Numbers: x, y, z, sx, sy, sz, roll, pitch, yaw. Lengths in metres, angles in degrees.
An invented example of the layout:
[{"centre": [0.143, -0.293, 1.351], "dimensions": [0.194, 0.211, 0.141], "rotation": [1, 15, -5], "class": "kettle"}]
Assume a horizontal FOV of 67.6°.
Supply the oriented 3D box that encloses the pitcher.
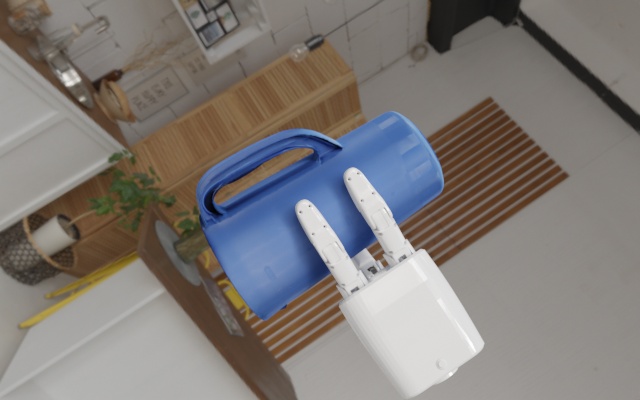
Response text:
[{"centre": [0.000, 0.002, 0.507], "dimensions": [0.243, 0.145, 0.149], "rotation": [-33, -13, -4], "class": "pitcher"}]
